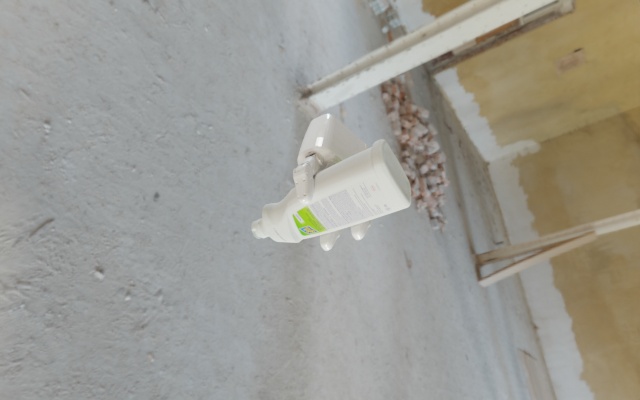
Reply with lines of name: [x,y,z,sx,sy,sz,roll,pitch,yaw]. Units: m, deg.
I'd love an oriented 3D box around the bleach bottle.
bleach bottle: [0.000,0.002,0.706,0.251,0.103,0.068,-20,34,25]
